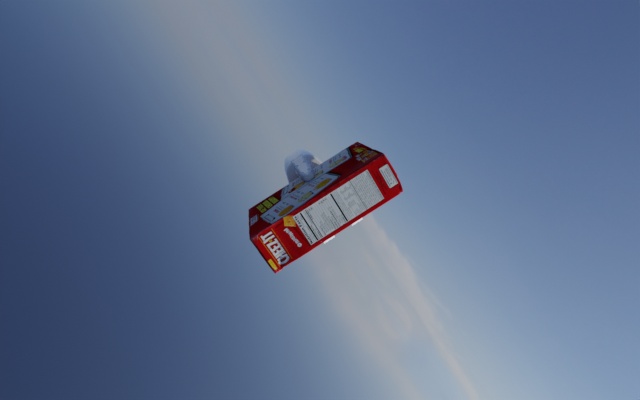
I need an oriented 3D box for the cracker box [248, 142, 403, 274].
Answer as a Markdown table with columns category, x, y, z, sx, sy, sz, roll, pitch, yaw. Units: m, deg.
| category | x | y | z | sx | sy | sz | roll | pitch | yaw |
| --- | --- | --- | --- | --- | --- | --- | --- | --- | --- |
| cracker box | 0.000 | 0.002 | 0.713 | 0.213 | 0.072 | 0.164 | -33 | 15 | 0 |
